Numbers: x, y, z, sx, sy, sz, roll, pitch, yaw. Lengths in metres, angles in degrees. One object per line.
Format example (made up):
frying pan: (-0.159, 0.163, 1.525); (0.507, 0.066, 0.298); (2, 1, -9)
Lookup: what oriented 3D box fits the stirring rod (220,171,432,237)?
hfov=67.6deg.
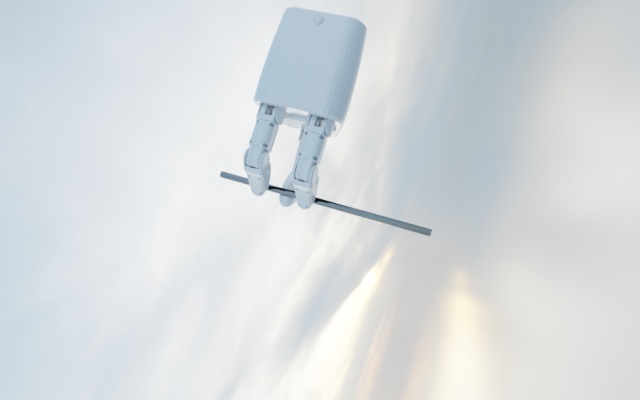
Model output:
stirring rod: (0.000, 0.002, 0.513); (0.239, 0.011, 0.011); (16, 4, 14)
